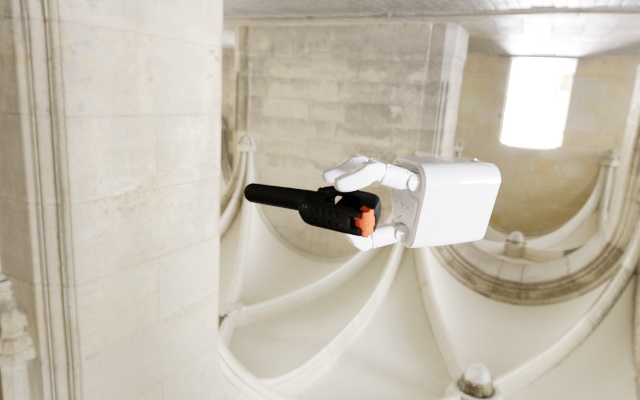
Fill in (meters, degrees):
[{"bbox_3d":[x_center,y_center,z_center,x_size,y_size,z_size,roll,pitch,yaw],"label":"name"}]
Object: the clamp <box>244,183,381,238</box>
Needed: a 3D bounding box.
[{"bbox_3d":[0.000,0.003,0.567,0.164,0.036,0.210,-6,15,-14],"label":"clamp"}]
